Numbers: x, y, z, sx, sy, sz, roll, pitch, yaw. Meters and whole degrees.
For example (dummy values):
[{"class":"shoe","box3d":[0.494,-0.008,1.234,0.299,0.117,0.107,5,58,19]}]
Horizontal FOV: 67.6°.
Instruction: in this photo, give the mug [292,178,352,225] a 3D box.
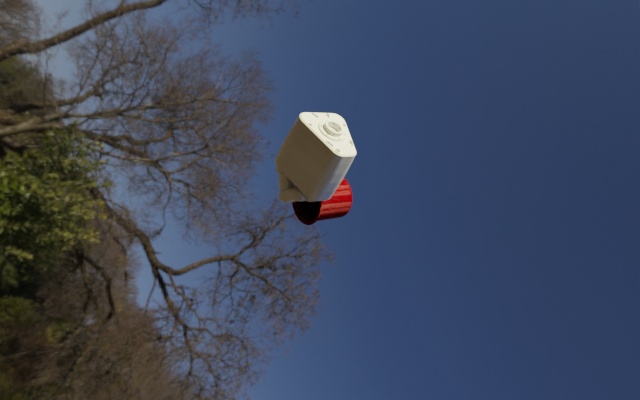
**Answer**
[{"class":"mug","box3d":[0.000,0.004,0.897,0.081,0.093,0.117,-7,-37,-37]}]
